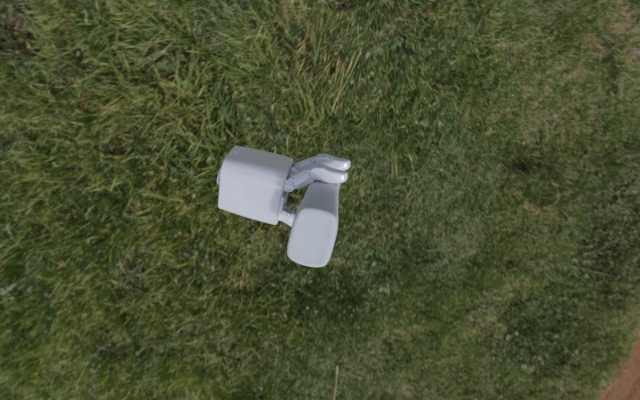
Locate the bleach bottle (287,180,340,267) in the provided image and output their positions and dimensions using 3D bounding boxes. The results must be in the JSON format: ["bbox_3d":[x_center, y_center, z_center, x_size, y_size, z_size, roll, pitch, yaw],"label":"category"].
[{"bbox_3d":[0.000,0.003,0.808,0.068,0.103,0.250,14,26,-1],"label":"bleach bottle"}]
